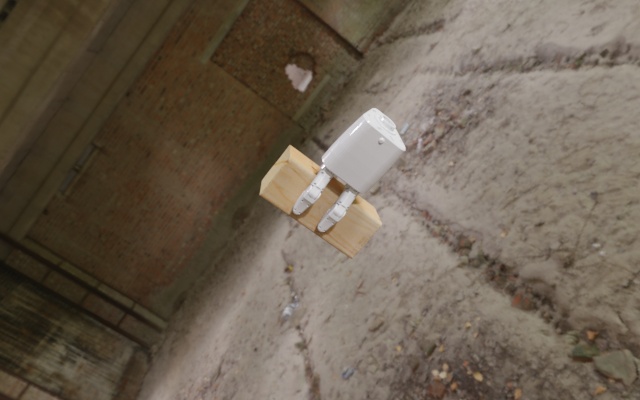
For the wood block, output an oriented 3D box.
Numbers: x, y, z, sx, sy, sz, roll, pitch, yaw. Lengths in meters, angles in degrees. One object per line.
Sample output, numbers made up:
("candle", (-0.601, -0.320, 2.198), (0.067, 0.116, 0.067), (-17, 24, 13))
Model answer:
("wood block", (0.000, 0.002, 0.872), (0.206, 0.090, 0.090), (36, 14, -15))
